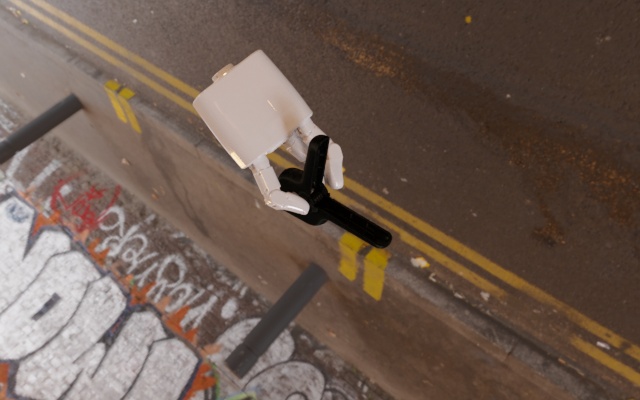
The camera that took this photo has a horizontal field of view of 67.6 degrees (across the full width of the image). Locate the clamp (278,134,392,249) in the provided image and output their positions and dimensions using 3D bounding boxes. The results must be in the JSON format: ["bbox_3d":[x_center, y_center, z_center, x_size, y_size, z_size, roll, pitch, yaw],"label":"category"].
[{"bbox_3d":[-0.001,0.002,0.648,0.036,0.164,0.210,-42,12,-25],"label":"clamp"}]
